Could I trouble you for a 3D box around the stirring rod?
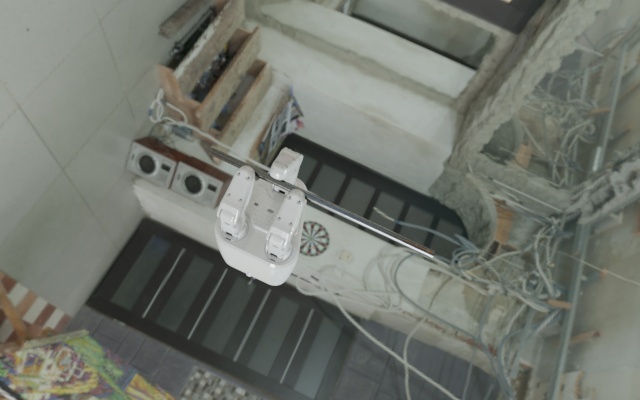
[{"bbox_3d":[0.000,0.001,0.468,0.239,0.011,0.011,25,1,3],"label":"stirring rod"}]
